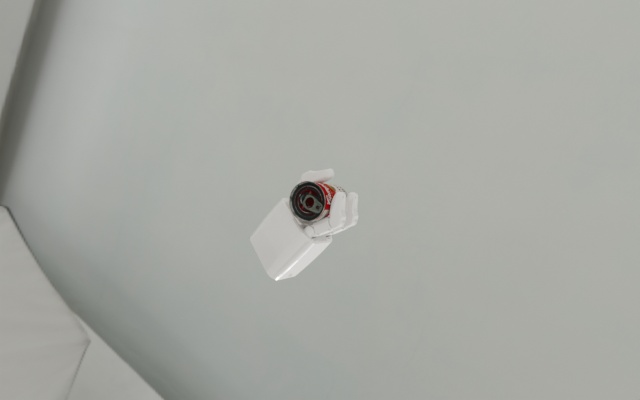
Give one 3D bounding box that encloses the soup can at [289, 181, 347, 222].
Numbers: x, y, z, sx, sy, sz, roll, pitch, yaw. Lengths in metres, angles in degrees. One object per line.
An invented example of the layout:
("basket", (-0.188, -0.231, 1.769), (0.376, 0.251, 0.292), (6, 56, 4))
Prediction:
("soup can", (0.001, 0.002, 0.834), (0.068, 0.068, 0.102), (0, -1, 27))
